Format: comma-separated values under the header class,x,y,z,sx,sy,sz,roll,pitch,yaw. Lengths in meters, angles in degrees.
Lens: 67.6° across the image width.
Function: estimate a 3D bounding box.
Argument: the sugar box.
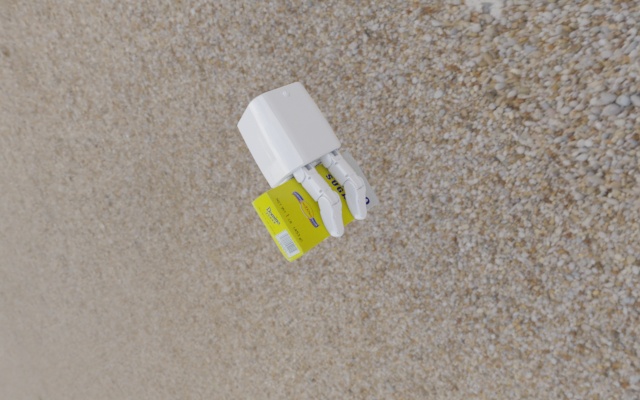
class,x,y,z,sx,sy,sz,roll,pitch,yaw
sugar box,0.000,0.002,0.659,0.176,0.093,0.048,-32,1,-41
